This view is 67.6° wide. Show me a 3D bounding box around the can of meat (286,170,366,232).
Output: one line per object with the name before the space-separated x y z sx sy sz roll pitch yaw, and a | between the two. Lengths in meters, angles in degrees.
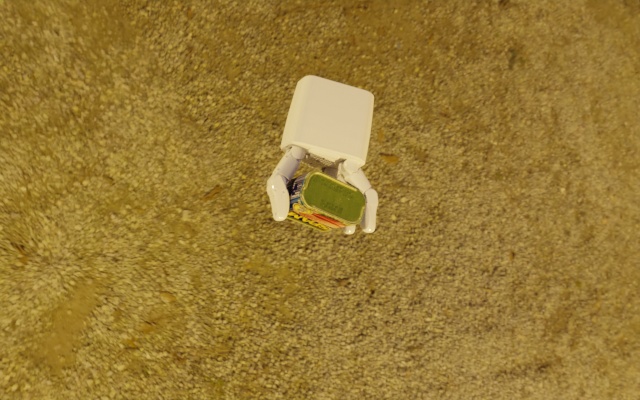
can of meat | 0.000 0.002 0.658 0.102 0.057 0.084 23 -18 -24
